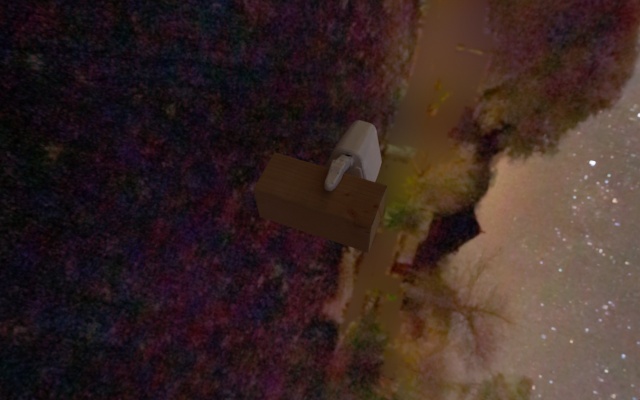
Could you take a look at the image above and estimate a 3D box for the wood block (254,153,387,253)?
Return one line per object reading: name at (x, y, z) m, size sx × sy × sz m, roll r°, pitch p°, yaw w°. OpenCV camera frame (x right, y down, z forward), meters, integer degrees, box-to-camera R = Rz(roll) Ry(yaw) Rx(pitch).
wood block at (0.000, 0.002, 0.824) m, size 0.206 × 0.090 × 0.091 m, roll 17°, pitch -32°, yaw 13°
